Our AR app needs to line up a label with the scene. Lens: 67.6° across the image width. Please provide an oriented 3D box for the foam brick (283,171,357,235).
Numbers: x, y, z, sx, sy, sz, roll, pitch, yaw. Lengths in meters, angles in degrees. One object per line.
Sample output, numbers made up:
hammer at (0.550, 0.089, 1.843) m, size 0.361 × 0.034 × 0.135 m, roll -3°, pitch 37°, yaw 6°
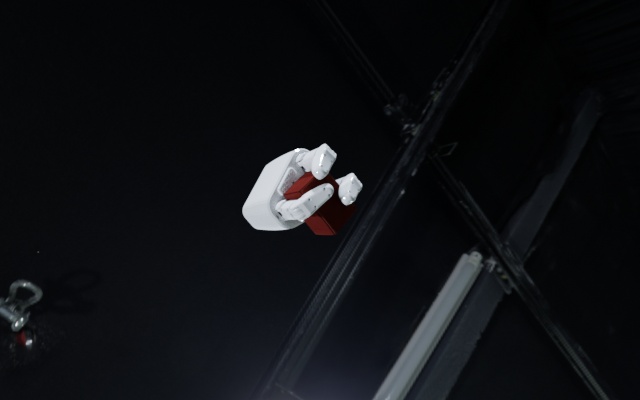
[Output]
foam brick at (0.000, 0.002, 0.649) m, size 0.053 × 0.078 × 0.051 m, roll -46°, pitch 17°, yaw -26°
